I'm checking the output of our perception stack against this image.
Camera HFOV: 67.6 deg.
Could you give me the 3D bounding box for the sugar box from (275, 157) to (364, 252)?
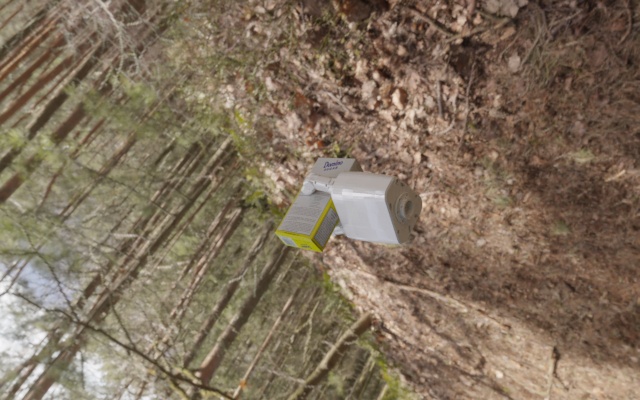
[{"bbox_3d":[0.000,0.003,0.852,0.093,0.176,0.048,7,-34,42],"label":"sugar box"}]
